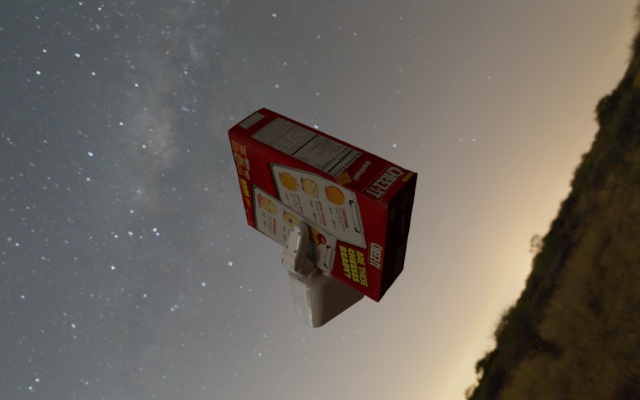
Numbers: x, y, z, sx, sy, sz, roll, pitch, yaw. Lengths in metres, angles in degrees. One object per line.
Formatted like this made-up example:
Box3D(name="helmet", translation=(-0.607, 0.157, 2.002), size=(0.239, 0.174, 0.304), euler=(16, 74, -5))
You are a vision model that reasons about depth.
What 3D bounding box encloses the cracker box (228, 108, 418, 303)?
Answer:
Box3D(name="cracker box", translation=(0.000, 0.002, 0.566), size=(0.213, 0.164, 0.072), euler=(27, 52, 26))
